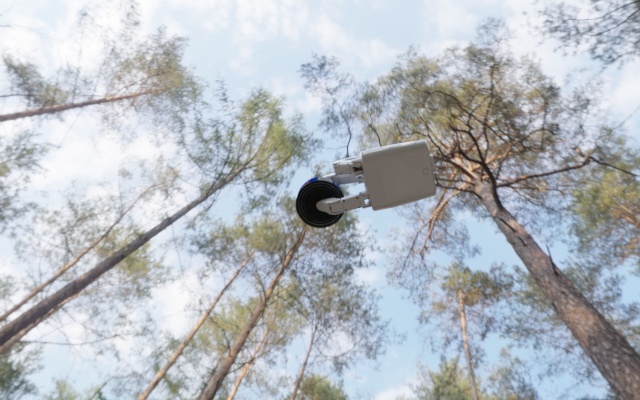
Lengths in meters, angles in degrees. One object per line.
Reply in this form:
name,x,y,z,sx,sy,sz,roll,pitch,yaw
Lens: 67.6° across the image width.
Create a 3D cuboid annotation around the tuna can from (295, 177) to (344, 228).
tuna can,0.000,0.003,0.832,0.086,0.086,0.033,0,16,0
